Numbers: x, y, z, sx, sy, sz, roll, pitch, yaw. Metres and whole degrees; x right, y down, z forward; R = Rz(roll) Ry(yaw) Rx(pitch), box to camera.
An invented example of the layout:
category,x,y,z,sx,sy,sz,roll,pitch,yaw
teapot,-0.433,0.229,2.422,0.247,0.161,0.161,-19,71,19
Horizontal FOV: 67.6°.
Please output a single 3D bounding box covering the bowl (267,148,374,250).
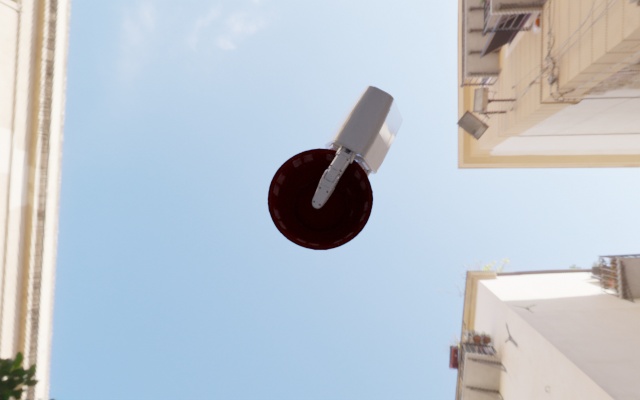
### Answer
category,x,y,z,sx,sy,sz,roll,pitch,yaw
bowl,-0.001,0.004,0.751,0.162,0.162,0.055,0,-15,1
